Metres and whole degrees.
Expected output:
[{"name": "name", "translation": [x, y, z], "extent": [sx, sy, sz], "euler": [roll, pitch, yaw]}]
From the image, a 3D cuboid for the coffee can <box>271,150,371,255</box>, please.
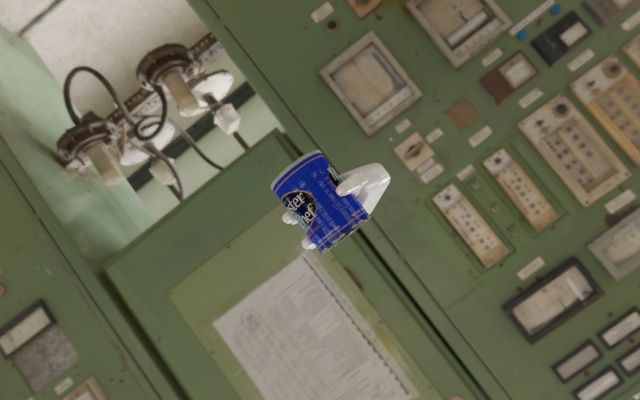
[{"name": "coffee can", "translation": [0.000, 0.002, 0.784], "extent": [0.103, 0.140, 0.103], "euler": [-37, -8, -6]}]
